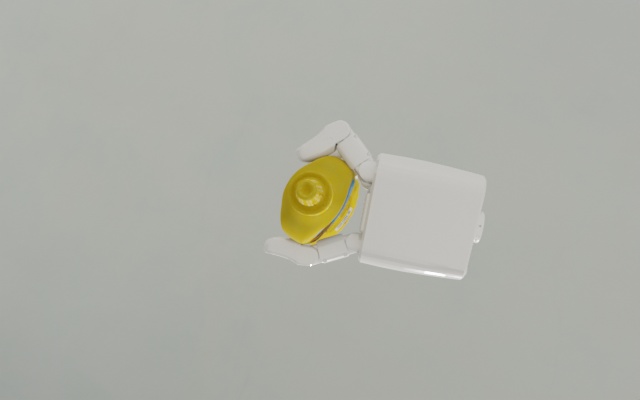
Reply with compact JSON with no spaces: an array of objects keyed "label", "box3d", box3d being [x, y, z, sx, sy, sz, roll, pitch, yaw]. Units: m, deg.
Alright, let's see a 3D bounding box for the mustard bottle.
[{"label":"mustard bottle","box3d":[0.000,0.002,0.506,0.058,0.096,0.191,36,-1,9]}]
